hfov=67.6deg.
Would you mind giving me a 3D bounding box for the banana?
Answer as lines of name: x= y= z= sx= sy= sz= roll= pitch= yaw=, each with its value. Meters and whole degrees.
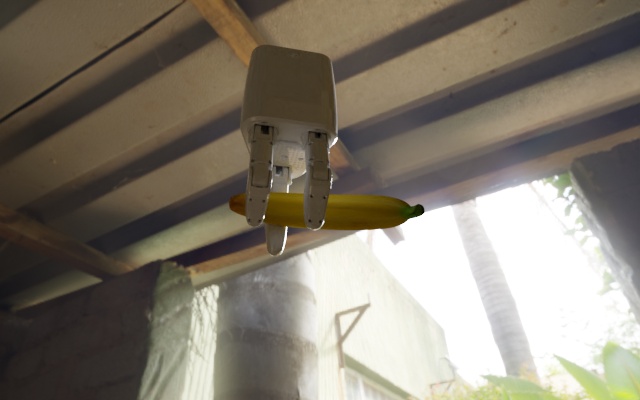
banana: x=0.007 y=0.008 z=0.498 sx=0.198 sy=0.037 sz=0.070 roll=0 pitch=-20 yaw=12
